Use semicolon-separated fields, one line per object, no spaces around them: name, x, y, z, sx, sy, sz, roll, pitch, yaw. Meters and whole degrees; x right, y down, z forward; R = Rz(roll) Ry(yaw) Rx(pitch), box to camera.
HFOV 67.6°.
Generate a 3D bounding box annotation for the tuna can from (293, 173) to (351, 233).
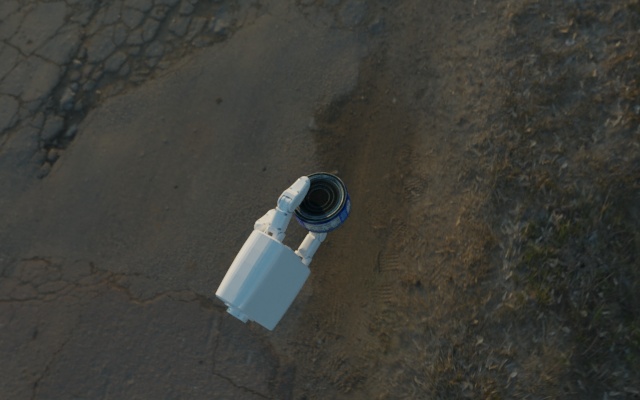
tuna can;0.000;0.002;0.696;0.086;0.086;0.034;0;-29;14
